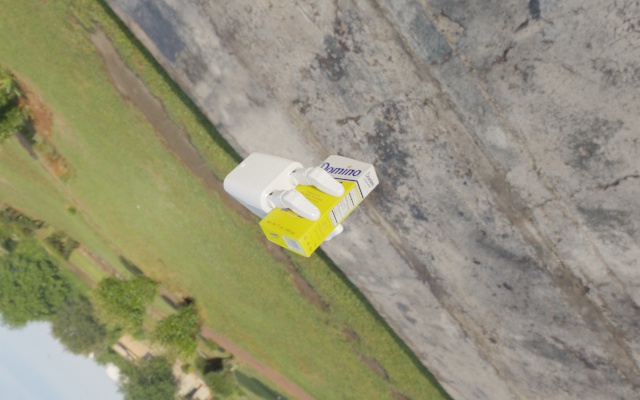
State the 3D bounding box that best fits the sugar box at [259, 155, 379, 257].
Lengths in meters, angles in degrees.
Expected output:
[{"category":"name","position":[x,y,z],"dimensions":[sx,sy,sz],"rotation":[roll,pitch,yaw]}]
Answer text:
[{"category":"sugar box","position":[0.000,0.002,0.735],"dimensions":[0.093,0.048,0.176],"rotation":[19,56,41]}]
